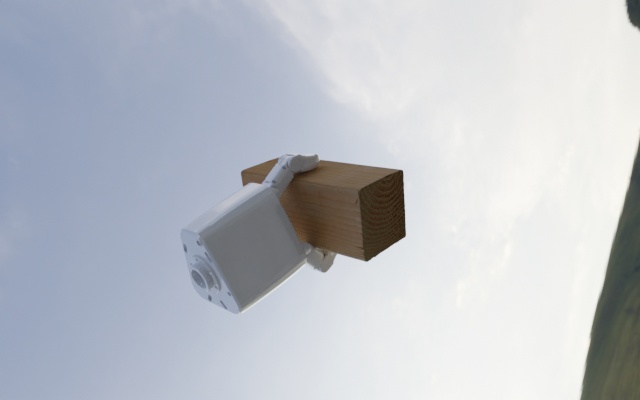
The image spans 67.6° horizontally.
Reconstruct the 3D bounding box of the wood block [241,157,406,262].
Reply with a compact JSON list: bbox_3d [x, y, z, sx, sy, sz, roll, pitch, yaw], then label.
[{"bbox_3d":[0.000,0.002,0.625,0.206,0.091,0.090,11,26,41],"label":"wood block"}]
